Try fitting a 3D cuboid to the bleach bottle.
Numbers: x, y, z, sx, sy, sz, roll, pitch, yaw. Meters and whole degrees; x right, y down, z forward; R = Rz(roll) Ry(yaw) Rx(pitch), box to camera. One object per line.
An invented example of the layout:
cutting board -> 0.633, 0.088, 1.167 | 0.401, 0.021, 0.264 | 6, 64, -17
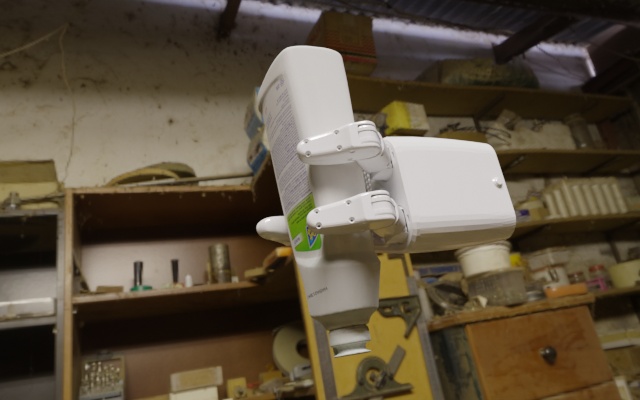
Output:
bleach bottle -> 0.000, 0.001, 0.402 | 0.068, 0.250, 0.103 | -2, -21, -22
